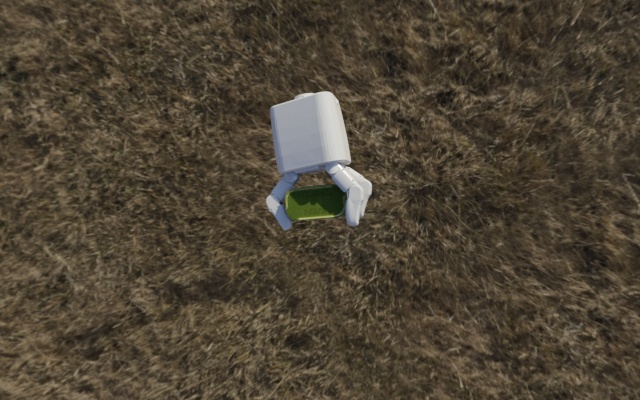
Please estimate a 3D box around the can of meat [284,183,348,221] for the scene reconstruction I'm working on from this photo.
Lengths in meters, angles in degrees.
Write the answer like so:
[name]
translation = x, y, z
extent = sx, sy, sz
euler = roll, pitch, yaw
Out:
[can of meat]
translation = 0.000, 0.003, 0.759
extent = 0.102, 0.057, 0.084
euler = -6, 0, 11
